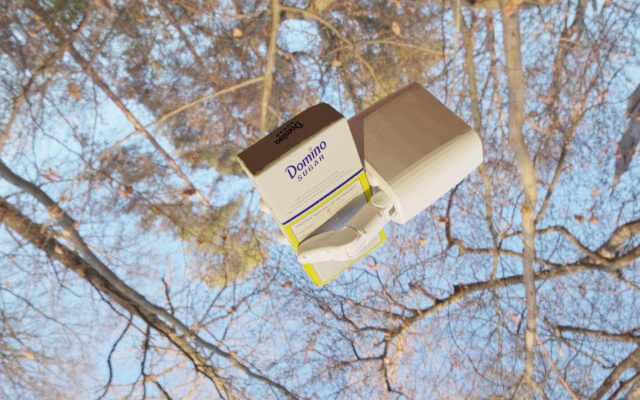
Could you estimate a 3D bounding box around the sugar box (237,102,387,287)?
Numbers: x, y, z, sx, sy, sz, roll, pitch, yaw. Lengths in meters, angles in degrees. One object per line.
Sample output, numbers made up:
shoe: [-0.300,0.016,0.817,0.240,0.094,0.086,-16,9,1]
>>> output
sugar box: [0.000,0.001,0.455,0.093,0.176,0.048,-34,44,-10]
